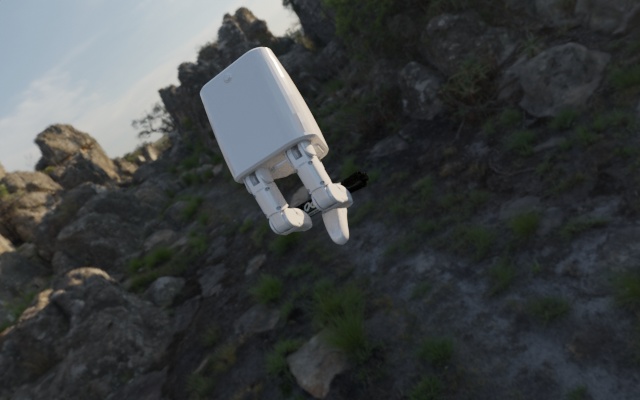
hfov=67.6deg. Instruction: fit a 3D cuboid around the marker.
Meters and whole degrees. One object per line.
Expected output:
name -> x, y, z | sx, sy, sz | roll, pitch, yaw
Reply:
marker -> 0.000, 0.002, 0.524 | 0.121, 0.020, 0.020 | -30, -13, 23
